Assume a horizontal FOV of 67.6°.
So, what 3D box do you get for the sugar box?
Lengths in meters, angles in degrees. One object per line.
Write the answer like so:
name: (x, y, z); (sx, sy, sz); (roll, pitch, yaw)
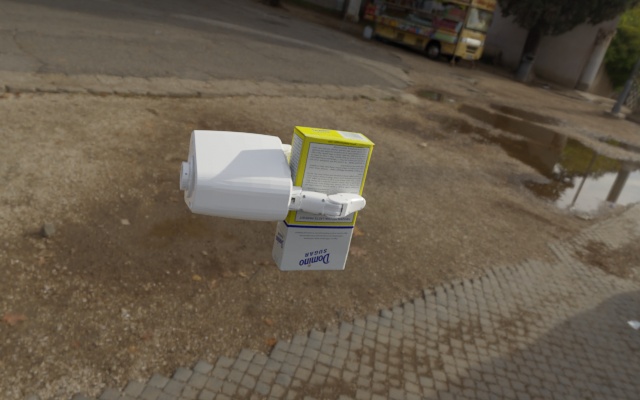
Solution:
sugar box: (0.000, 0.002, 0.595); (0.093, 0.176, 0.048); (3, 25, -24)
